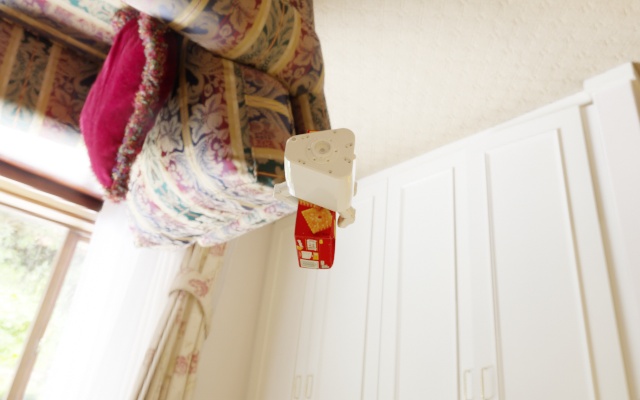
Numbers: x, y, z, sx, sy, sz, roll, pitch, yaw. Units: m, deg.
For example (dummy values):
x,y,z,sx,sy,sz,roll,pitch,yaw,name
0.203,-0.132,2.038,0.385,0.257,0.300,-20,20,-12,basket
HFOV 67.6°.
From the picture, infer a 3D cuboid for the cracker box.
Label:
x,y,z,sx,sy,sz,roll,pitch,yaw,name
0.000,0.003,0.894,0.072,0.213,0.164,5,-27,4,cracker box
